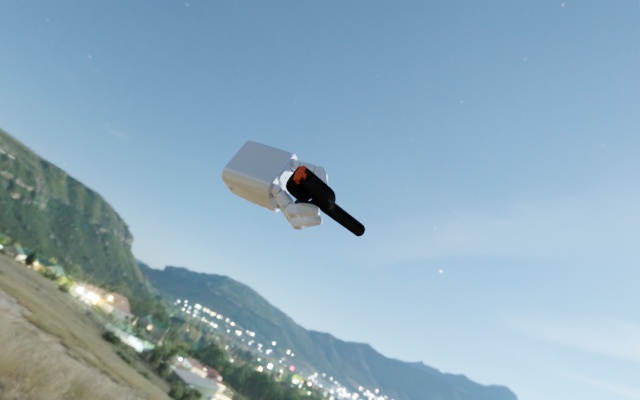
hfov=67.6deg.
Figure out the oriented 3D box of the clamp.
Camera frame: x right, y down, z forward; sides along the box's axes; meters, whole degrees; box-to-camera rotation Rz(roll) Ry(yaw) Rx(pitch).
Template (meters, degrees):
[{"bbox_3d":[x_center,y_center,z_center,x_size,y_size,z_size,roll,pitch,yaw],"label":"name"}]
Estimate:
[{"bbox_3d":[0.000,0.002,0.874,0.164,0.036,0.210,19,-20,17],"label":"clamp"}]
